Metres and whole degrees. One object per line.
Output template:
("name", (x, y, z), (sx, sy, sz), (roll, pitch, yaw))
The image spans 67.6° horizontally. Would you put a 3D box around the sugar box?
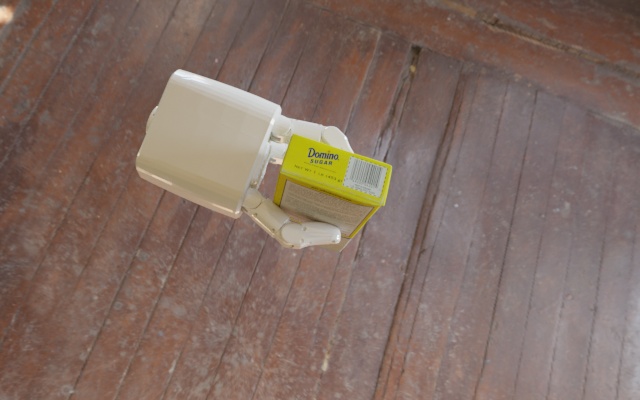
("sugar box", (0.000, 0.001, 0.479), (0.093, 0.048, 0.176), (19, -18, -4))
